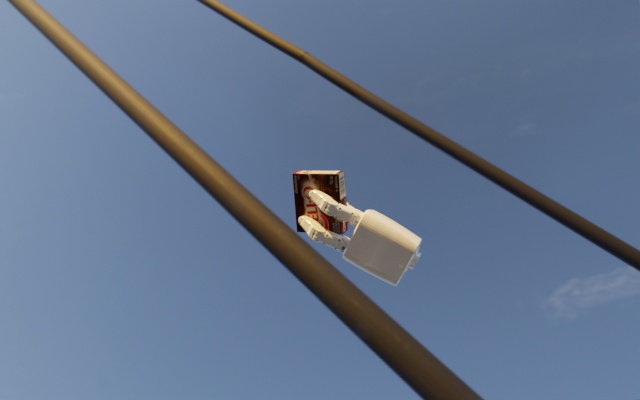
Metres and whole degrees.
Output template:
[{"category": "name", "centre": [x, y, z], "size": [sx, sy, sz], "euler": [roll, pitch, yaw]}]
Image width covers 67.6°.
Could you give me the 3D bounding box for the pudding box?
[{"category": "pudding box", "centre": [0.000, 0.003, 0.855], "size": [0.090, 0.113, 0.039], "euler": [2, 13, 23]}]
